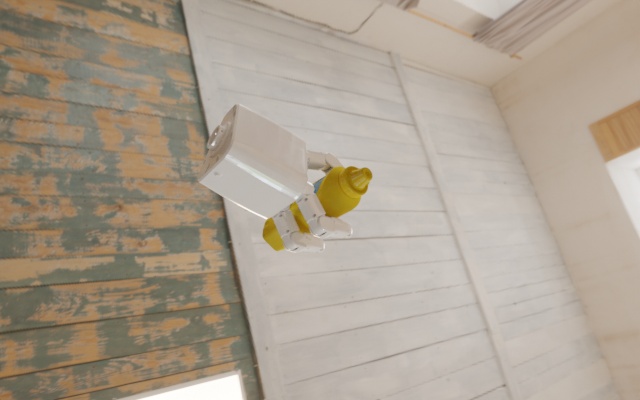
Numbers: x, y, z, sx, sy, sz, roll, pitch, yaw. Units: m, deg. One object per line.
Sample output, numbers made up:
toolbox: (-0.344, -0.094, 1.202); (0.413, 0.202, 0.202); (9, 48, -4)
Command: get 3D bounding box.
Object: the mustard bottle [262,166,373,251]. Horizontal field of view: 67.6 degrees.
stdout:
mustard bottle: (0.000, 0.002, 0.658); (0.192, 0.058, 0.096); (-33, 14, 44)
